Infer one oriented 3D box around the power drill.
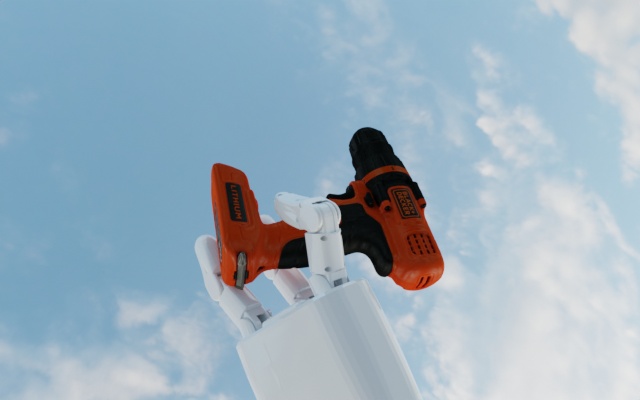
[{"bbox_3d":[0.000,0.002,0.427,0.187,0.184,0.057,-4,-42,-15],"label":"power drill"}]
